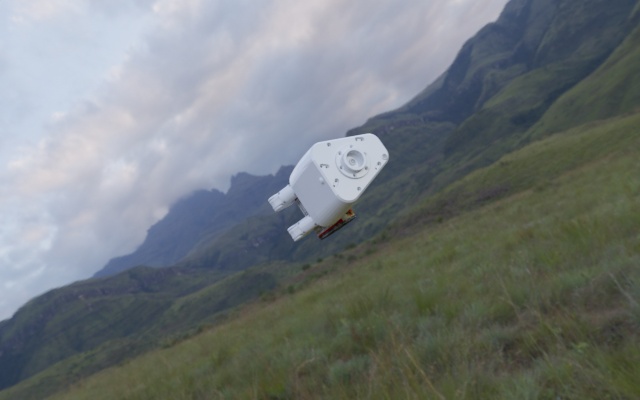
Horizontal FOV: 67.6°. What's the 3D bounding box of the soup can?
[{"bbox_3d":[0.000,0.002,0.755,0.068,0.102,0.068,-33,-7,-4],"label":"soup can"}]
